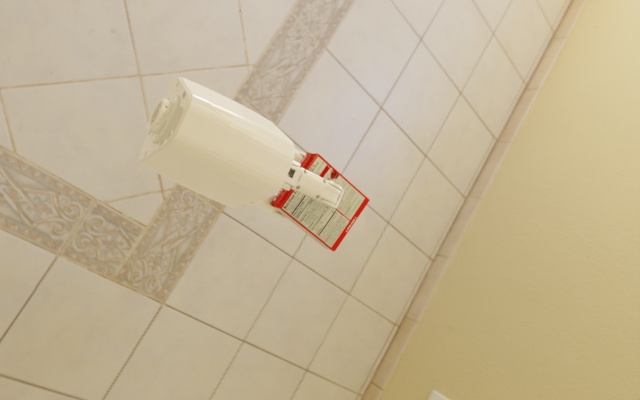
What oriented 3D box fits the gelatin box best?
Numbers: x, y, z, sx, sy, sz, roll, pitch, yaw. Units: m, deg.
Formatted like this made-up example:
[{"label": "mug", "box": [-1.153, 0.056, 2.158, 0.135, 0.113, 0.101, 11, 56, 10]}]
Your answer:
[{"label": "gelatin box", "box": [0.001, 0.002, 0.527, 0.089, 0.073, 0.030, 40, -12, -25]}]
